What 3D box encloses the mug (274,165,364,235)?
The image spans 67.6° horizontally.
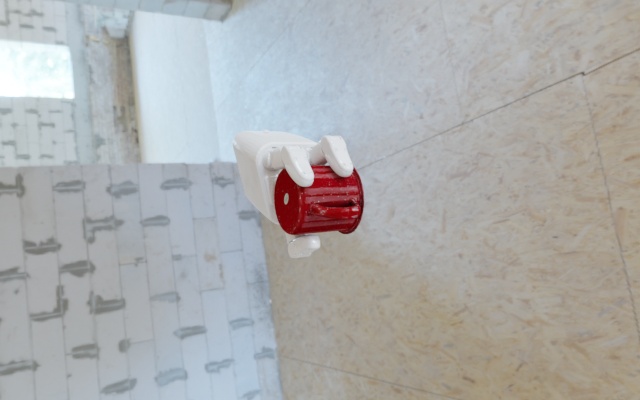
[{"bbox_3d":[0.001,0.002,0.571,0.081,0.093,0.117,-4,18,-28],"label":"mug"}]
